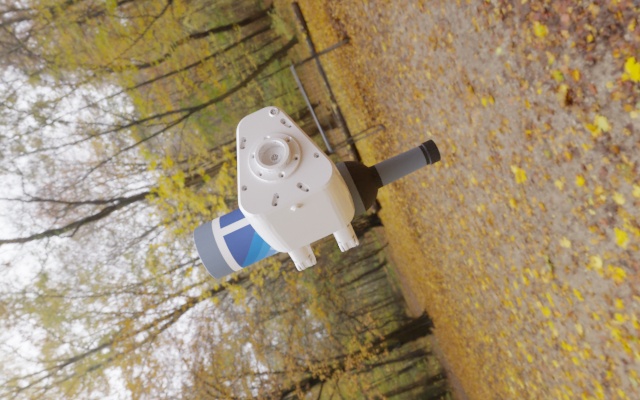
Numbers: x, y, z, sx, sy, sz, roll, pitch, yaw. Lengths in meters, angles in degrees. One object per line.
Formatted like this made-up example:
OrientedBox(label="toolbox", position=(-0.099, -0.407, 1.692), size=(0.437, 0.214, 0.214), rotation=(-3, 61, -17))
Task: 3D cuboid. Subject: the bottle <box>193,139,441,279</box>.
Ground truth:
OrientedBox(label="bottle", position=(0.000, 0.002, 0.559), size=(0.296, 0.069, 0.069), rotation=(-24, -1, 2))
